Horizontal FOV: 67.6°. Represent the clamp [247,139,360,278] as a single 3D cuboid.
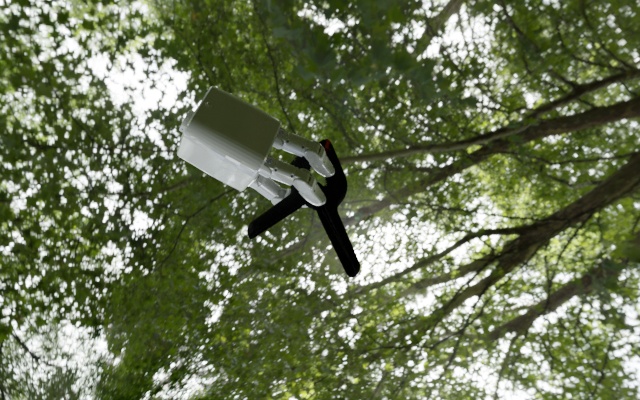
[{"bbox_3d":[0.000,0.002,0.682,0.164,0.209,0.036,30,-39,-15],"label":"clamp"}]
